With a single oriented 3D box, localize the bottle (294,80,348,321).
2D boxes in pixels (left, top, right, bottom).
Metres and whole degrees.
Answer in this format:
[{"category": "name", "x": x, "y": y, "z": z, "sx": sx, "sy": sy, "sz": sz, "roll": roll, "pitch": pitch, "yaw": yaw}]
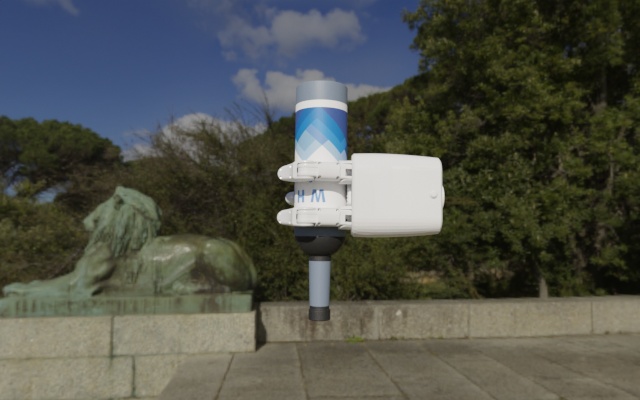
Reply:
[{"category": "bottle", "x": 0.000, "y": 0.002, "z": 0.606, "sx": 0.069, "sy": 0.295, "sz": 0.069, "roll": 1, "pitch": -4, "yaw": 0}]
